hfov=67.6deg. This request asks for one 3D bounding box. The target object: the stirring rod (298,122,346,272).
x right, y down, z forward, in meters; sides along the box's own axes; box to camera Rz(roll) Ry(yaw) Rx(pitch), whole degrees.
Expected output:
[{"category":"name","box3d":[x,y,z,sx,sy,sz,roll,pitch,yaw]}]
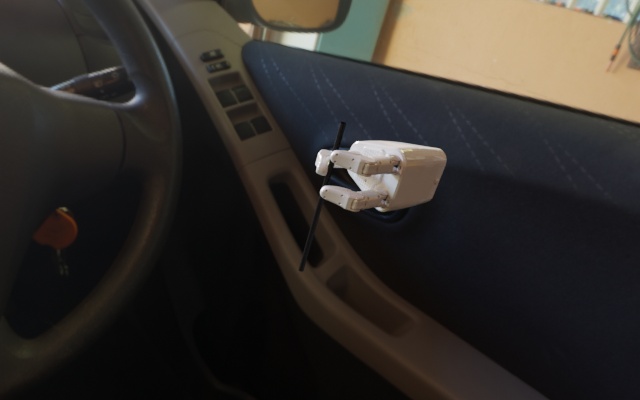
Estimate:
[{"category":"stirring rod","box3d":[0.000,0.002,0.679,0.011,0.240,0.011,13,26,-6]}]
